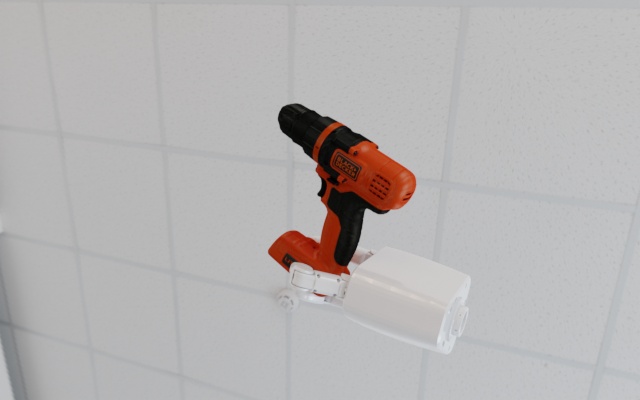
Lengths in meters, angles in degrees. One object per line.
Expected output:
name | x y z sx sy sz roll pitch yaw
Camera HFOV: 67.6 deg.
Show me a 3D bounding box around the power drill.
power drill | 0.000 0.002 0.550 0.184 0.188 0.057 37 34 27
